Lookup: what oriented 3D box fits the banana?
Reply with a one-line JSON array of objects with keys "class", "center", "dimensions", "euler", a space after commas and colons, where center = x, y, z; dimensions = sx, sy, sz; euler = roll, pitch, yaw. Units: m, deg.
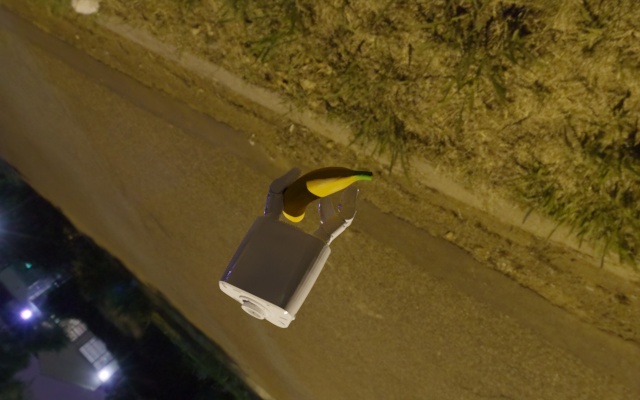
[{"class": "banana", "center": [-0.014, -0.006, 0.660], "dimensions": [0.070, 0.037, 0.198], "euler": [25, -28, -24]}]
